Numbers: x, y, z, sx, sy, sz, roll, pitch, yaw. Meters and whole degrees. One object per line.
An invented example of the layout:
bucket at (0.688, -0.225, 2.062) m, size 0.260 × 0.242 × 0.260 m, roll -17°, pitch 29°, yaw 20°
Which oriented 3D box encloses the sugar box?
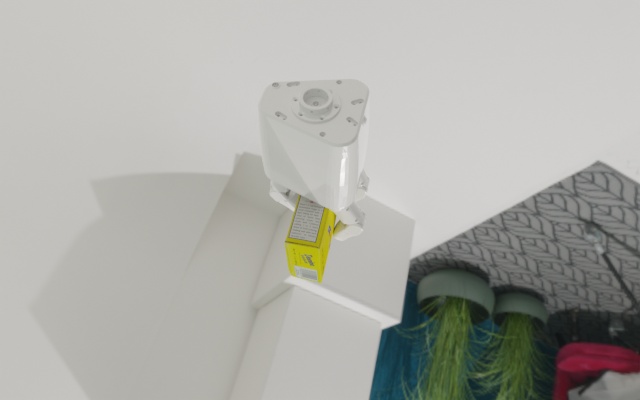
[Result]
sugar box at (0.001, 0.002, 0.591) m, size 0.048 × 0.176 × 0.093 m, roll 12°, pitch -32°, yaw 9°
